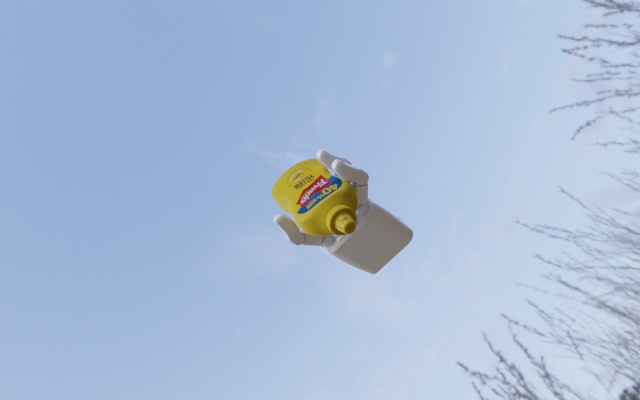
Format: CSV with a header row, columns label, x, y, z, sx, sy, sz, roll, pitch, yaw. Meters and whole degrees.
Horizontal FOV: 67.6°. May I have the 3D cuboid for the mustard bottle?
label,x,y,z,sx,sy,sz,roll,pitch,yaw
mustard bottle,0.000,0.002,0.696,0.096,0.058,0.191,-36,32,-8
